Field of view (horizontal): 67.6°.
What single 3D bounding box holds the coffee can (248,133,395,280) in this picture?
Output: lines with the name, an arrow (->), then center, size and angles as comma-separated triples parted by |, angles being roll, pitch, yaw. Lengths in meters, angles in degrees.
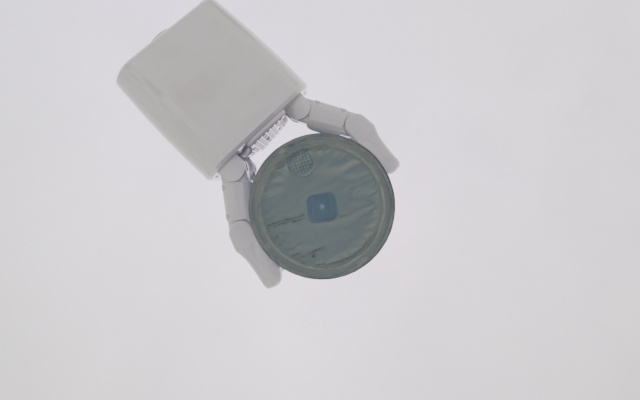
coffee can -> 0.000, 0.001, 0.400 | 0.103, 0.103, 0.140 | 0, 3, -1
